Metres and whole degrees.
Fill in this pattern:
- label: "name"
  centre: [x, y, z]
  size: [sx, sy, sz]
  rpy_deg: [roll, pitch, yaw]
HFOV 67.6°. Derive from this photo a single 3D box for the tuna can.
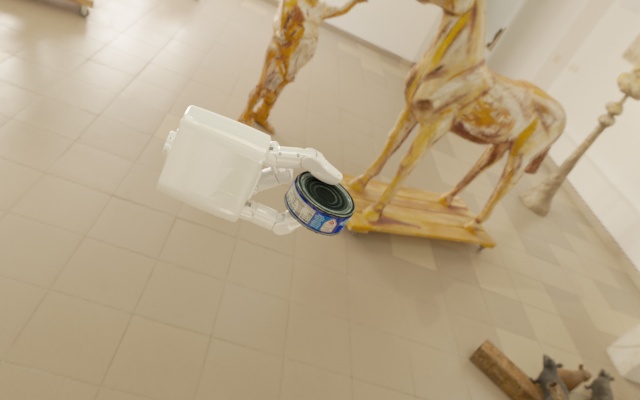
- label: "tuna can"
  centre: [0.000, 0.002, 0.598]
  size: [0.086, 0.034, 0.086]
  rpy_deg: [25, 32, -16]
